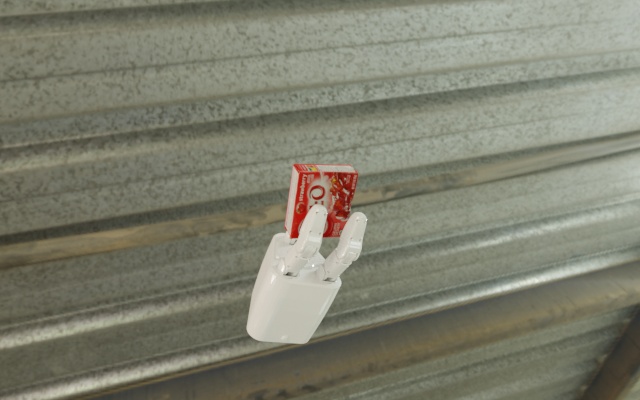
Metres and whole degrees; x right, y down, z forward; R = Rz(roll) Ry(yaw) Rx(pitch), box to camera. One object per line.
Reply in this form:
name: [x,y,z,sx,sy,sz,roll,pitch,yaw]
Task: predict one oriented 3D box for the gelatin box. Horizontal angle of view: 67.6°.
gelatin box: [0.000,0.001,0.567,0.073,0.089,0.030,0,27,-20]
